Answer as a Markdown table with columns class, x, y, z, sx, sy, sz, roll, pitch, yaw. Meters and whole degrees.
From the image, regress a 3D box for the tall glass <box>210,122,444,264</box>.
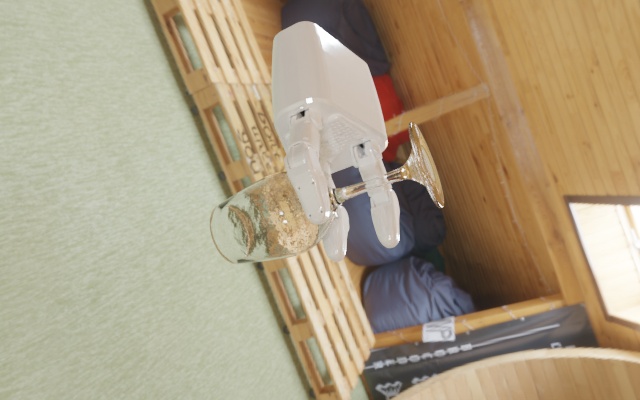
| class | x | y | z | sx | sy | sz | roll | pitch | yaw |
| --- | --- | --- | --- | --- | --- | --- | --- | --- | --- |
| tall glass | 0.001 | 0.001 | 0.424 | 0.201 | 0.079 | 0.079 | -20 | -7 | 21 |
